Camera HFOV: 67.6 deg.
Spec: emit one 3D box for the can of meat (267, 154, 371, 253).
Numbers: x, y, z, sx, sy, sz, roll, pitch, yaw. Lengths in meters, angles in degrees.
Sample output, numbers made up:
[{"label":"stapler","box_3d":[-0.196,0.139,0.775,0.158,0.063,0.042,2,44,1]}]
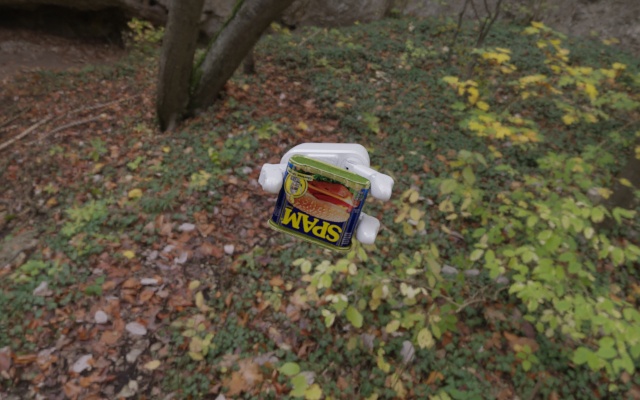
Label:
[{"label":"can of meat","box_3d":[0.000,0.001,0.552,0.102,0.084,0.057,19,15,6]}]
